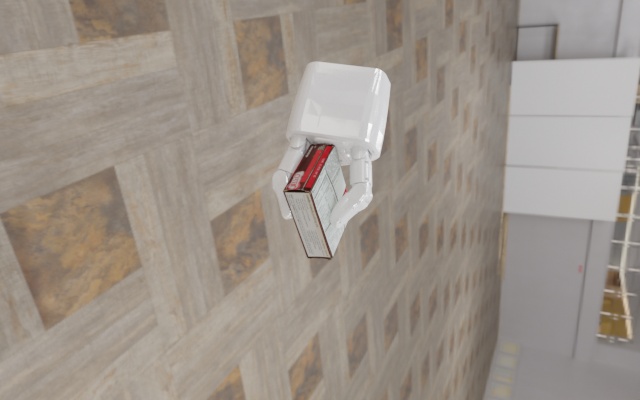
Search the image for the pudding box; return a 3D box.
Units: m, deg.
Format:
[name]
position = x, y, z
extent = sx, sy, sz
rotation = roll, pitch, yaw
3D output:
[pudding box]
position = 0.000, 0.002, 0.576
extent = 0.039, 0.114, 0.090
rotation = 2, 42, 25
